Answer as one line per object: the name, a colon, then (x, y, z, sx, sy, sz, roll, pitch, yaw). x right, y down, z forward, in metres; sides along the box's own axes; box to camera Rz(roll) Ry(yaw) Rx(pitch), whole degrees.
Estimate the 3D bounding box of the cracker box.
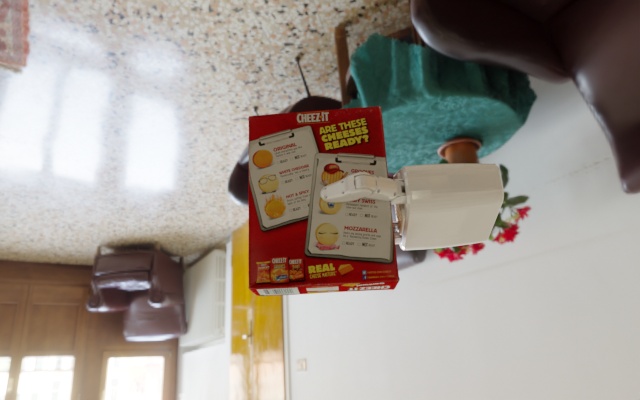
cracker box: (0.000, 0.002, 0.570, 0.164, 0.213, 0.072, -4, -20, 2)
